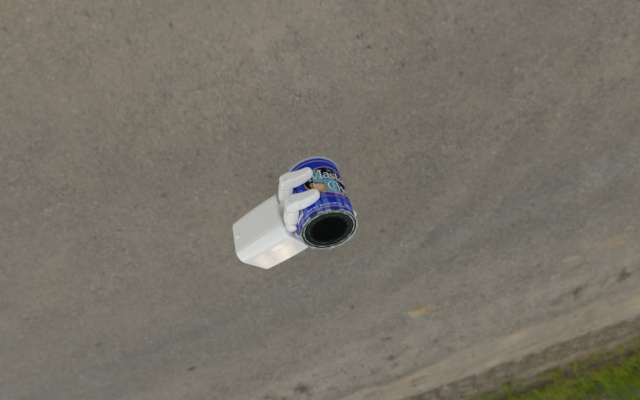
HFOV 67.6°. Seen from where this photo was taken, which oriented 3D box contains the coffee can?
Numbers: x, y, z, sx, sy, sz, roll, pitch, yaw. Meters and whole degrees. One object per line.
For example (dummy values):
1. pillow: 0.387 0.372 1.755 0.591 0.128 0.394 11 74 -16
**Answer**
1. coffee can: 0.000 0.003 0.865 0.103 0.140 0.103 -9 -43 -9
